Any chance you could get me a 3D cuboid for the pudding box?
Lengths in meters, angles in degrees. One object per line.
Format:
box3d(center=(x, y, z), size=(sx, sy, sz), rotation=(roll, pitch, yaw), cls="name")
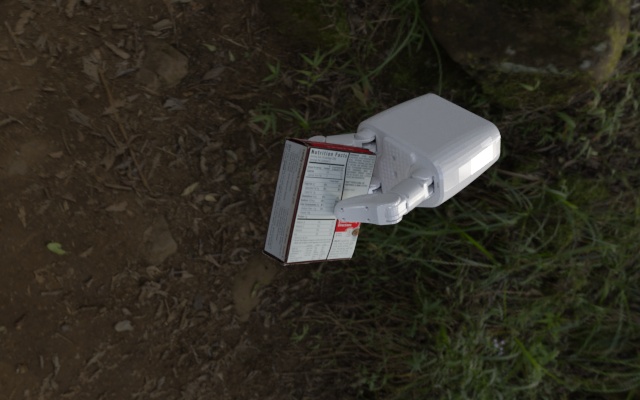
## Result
box3d(center=(0.000, 0.002, 0.449), size=(0.090, 0.113, 0.039), rotation=(2, 14, -42), cls="pudding box")
